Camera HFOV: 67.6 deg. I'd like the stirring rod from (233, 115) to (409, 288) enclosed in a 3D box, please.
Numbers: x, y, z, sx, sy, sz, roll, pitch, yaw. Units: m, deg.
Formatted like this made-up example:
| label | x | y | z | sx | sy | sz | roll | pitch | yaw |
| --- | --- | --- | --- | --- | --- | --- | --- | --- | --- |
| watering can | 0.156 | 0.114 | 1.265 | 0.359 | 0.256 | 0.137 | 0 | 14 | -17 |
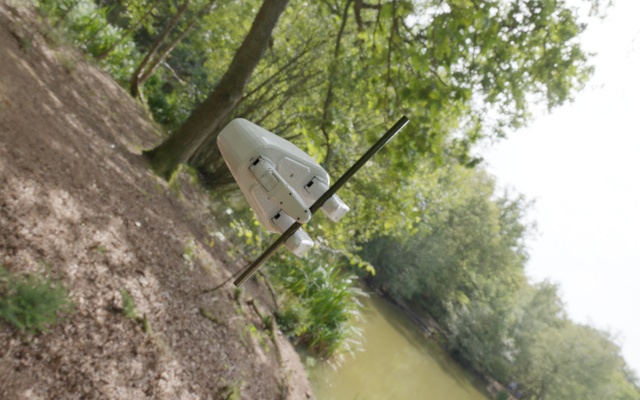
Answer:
| label | x | y | z | sx | sy | sz | roll | pitch | yaw |
| --- | --- | --- | --- | --- | --- | --- | --- | --- | --- |
| stirring rod | 0.000 | 0.002 | 0.481 | 0.239 | 0.011 | 0.011 | -44 | 1 | 1 |
